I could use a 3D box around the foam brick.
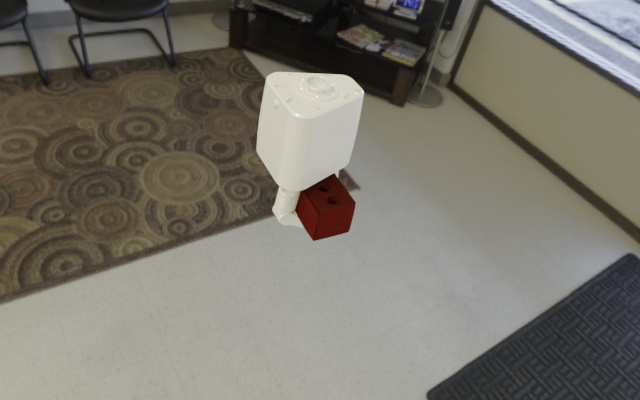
[{"bbox_3d":[0.000,0.002,0.597,0.053,0.051,0.078,-15,50,-26],"label":"foam brick"}]
